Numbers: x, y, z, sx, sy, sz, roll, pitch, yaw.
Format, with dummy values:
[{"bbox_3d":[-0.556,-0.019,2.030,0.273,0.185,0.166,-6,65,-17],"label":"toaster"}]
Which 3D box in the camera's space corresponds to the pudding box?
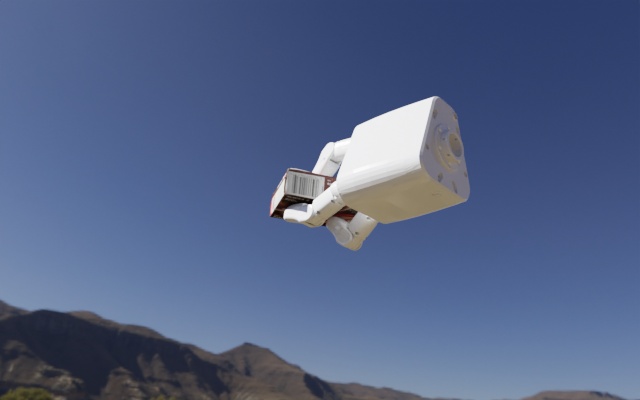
[{"bbox_3d":[0.000,0.002,0.603,0.113,0.039,0.090,13,-23,-13],"label":"pudding box"}]
